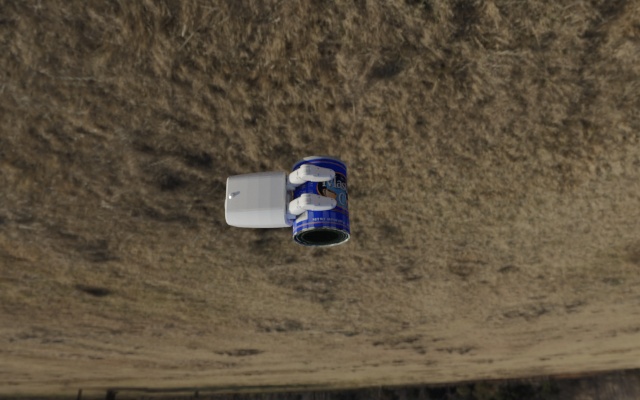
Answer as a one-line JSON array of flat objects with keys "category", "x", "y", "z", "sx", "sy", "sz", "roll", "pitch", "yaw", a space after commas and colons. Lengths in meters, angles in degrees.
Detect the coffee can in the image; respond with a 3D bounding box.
[{"category": "coffee can", "x": 0.000, "y": 0.003, "z": 0.872, "sx": 0.103, "sy": 0.140, "sz": 0.103, "roll": -1, "pitch": -23, "yaw": -1}]
